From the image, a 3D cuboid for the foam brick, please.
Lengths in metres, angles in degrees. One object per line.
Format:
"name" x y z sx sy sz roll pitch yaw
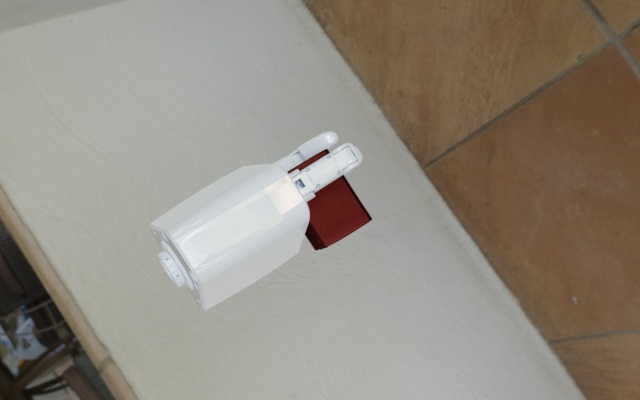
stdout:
"foam brick" 0.000 0.002 0.446 0.051 0.078 0.053 -33 0 -16
